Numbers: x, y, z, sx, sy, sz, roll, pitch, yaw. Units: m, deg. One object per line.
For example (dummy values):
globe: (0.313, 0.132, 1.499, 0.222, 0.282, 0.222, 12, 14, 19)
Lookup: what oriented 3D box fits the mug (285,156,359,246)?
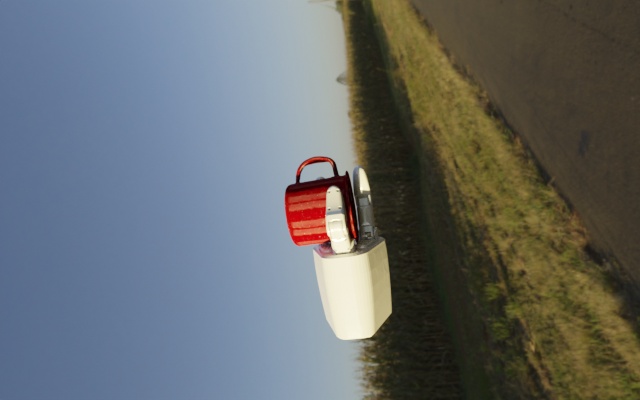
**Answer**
mug: (0.000, 0.001, 0.612, 0.081, 0.117, 0.093, -9, 3, 8)
